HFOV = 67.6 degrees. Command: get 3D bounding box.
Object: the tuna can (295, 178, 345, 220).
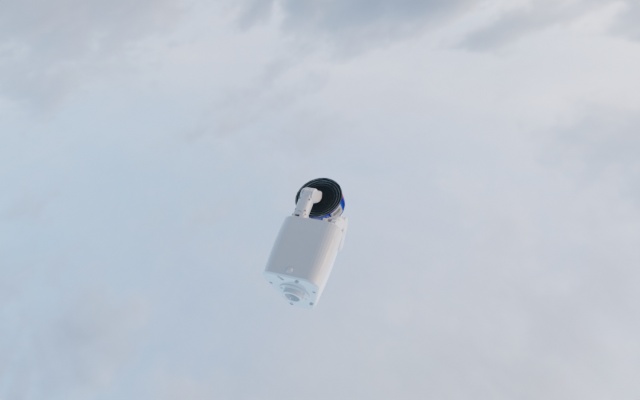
[{"bbox_3d":[0.000,0.003,0.852,0.086,0.086,0.034,0,-36,17],"label":"tuna can"}]
